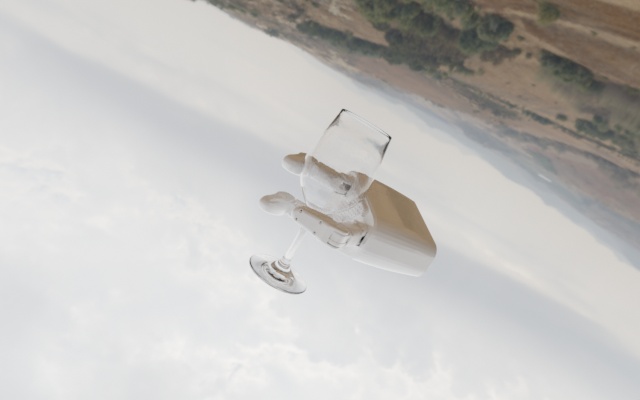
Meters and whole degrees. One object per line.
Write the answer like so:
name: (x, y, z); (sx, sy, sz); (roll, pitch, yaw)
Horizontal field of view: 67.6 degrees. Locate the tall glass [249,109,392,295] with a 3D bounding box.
tall glass: (0.000, 0.002, 0.526); (0.079, 0.201, 0.079); (28, 14, -8)
